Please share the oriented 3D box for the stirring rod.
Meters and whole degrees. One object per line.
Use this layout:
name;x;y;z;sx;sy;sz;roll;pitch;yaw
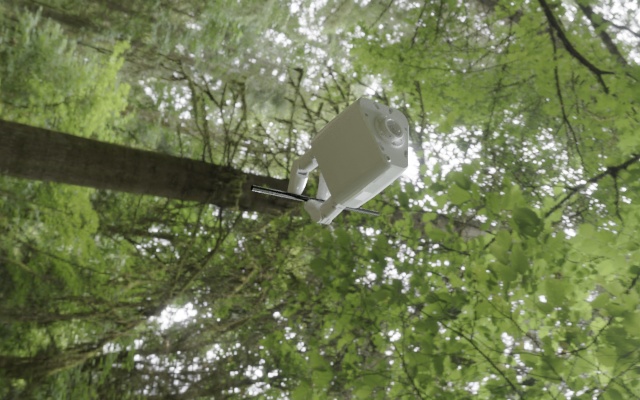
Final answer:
stirring rod;0.000;0.002;0.744;0.239;0.011;0.011;12;-7;-34
